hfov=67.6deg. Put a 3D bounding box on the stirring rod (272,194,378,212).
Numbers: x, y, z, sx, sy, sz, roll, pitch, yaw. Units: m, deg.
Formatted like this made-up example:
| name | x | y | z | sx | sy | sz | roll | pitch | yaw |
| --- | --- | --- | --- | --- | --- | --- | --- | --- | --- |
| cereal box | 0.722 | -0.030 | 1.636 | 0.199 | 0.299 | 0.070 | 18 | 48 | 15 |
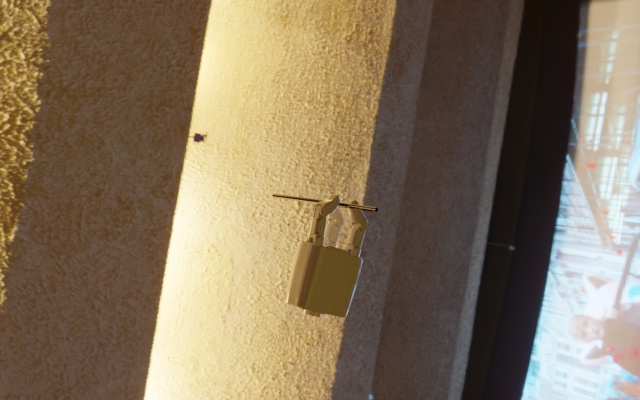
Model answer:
| name | x | y | z | sx | sy | sz | roll | pitch | yaw |
| --- | --- | --- | --- | --- | --- | --- | --- | --- | --- |
| stirring rod | 0.000 | 0.003 | 0.848 | 0.239 | 0.011 | 0.011 | 8 | 5 | 41 |
